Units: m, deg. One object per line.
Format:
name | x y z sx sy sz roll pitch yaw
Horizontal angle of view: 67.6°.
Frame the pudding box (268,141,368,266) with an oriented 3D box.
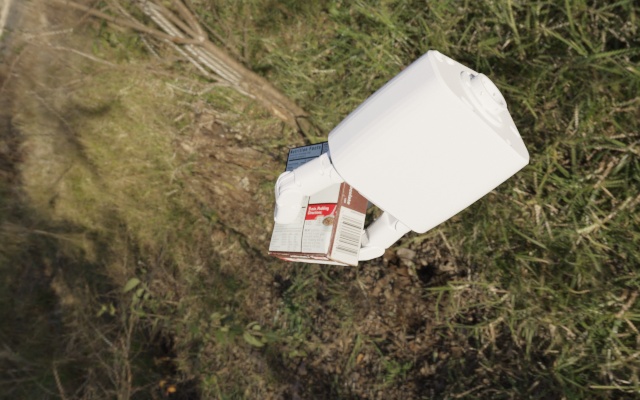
pudding box | 0.000 0.001 0.447 0.039 0.113 0.090 23 -17 -38
